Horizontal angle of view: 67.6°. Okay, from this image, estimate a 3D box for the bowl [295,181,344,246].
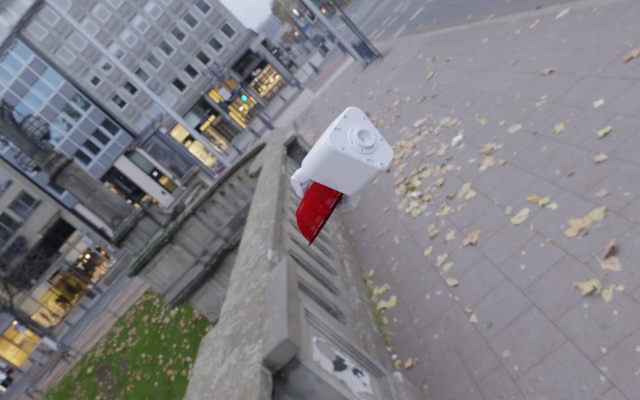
[{"bbox_3d":[-0.001,0.003,0.885,0.055,0.162,0.162,32,3,4],"label":"bowl"}]
